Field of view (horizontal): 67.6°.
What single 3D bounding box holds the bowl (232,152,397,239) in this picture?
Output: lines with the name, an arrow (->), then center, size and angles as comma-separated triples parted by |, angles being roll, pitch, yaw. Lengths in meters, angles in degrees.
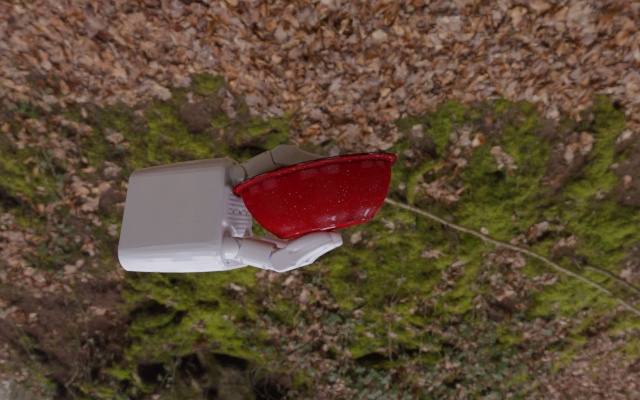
bowl -> 0.001, 0.002, 0.458 | 0.162, 0.055, 0.162 | -12, -6, -1
